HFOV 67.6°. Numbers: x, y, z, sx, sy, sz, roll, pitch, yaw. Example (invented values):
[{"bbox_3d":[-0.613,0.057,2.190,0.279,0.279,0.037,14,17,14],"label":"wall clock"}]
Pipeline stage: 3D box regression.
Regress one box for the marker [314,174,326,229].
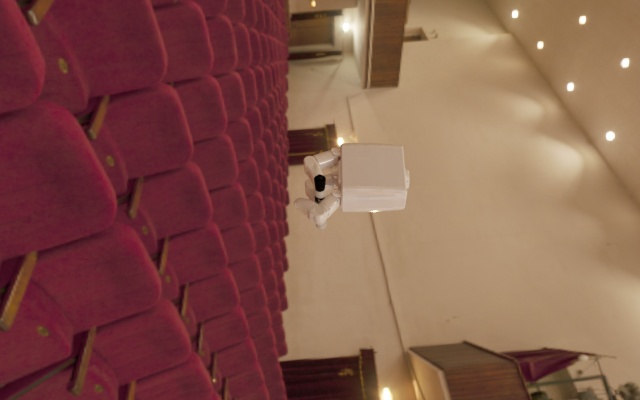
[{"bbox_3d":[0.000,0.003,0.782,0.020,0.020,0.121,0,-42,1],"label":"marker"}]
